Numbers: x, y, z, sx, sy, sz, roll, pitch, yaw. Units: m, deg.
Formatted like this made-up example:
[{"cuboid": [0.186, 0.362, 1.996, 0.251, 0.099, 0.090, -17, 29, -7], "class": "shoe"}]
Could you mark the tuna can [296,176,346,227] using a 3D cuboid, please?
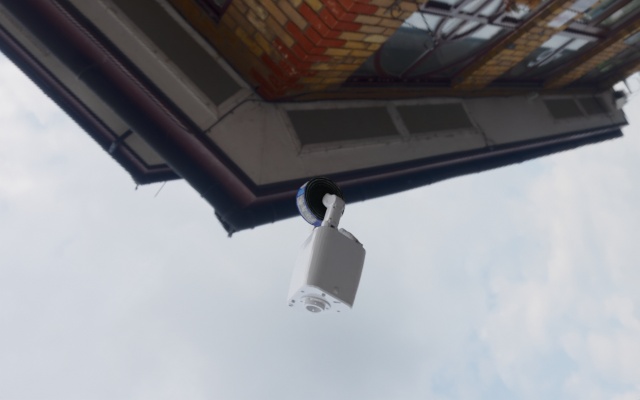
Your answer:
[{"cuboid": [0.000, 0.003, 0.844, 0.086, 0.086, 0.034, 0, -20, -36], "class": "tuna can"}]
